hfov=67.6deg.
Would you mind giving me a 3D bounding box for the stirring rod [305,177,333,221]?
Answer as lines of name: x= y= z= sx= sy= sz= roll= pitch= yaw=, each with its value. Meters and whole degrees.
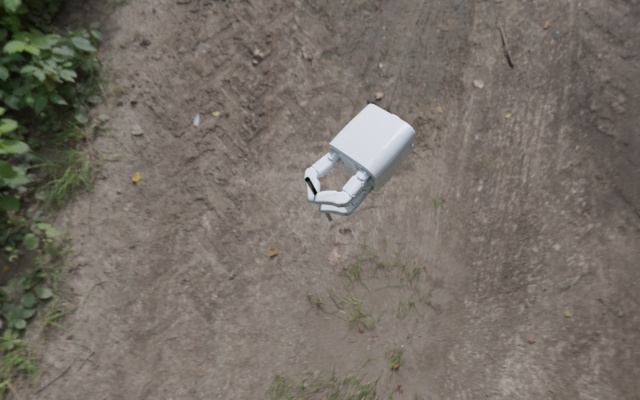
stirring rod: x=0.000 y=0.003 z=0.825 sx=0.011 sy=0.011 sz=0.240 roll=0 pitch=-17 yaw=10
